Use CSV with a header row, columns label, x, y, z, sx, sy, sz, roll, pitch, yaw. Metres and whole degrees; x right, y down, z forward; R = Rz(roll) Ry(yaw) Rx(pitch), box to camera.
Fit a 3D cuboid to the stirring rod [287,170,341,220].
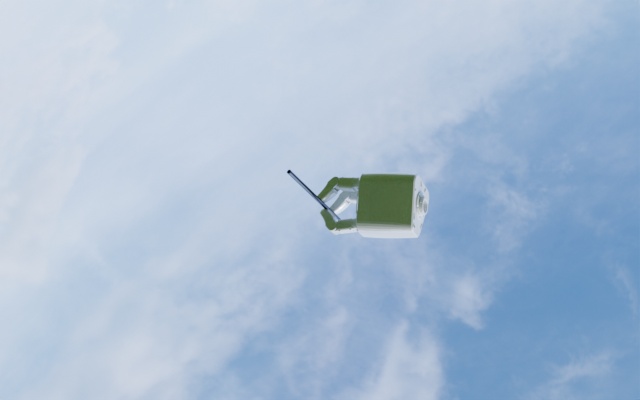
label,x,y,z,sx,sy,sz,roll,pitch,yaw
stirring rod,0.000,0.003,0.899,0.011,0.011,0.240,0,-25,29
